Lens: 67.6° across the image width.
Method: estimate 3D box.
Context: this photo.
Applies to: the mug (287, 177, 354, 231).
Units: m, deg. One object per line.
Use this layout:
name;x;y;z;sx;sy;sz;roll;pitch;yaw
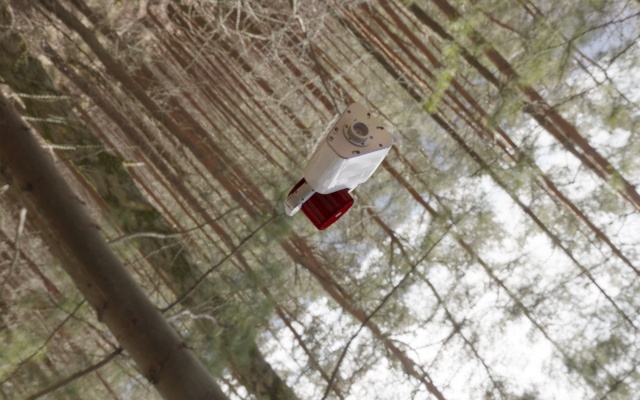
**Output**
mug;0.000;0.004;0.836;0.093;0.081;0.117;-35;-11;-30
